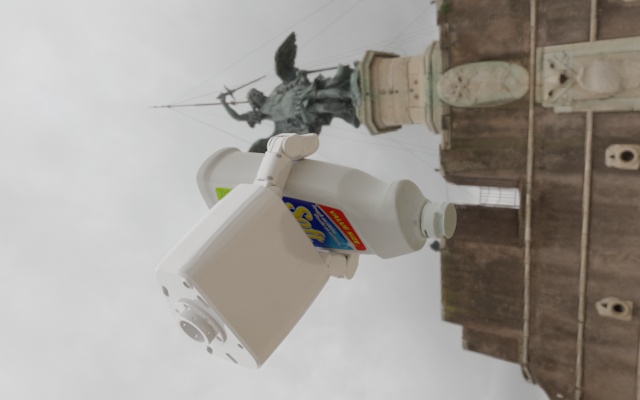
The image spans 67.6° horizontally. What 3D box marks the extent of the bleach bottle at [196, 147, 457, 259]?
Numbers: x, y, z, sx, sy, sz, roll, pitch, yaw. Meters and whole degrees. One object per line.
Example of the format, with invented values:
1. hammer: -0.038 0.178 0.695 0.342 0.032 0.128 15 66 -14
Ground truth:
1. bleach bottle: 0.000 0.002 0.452 0.251 0.103 0.068 4 39 36
